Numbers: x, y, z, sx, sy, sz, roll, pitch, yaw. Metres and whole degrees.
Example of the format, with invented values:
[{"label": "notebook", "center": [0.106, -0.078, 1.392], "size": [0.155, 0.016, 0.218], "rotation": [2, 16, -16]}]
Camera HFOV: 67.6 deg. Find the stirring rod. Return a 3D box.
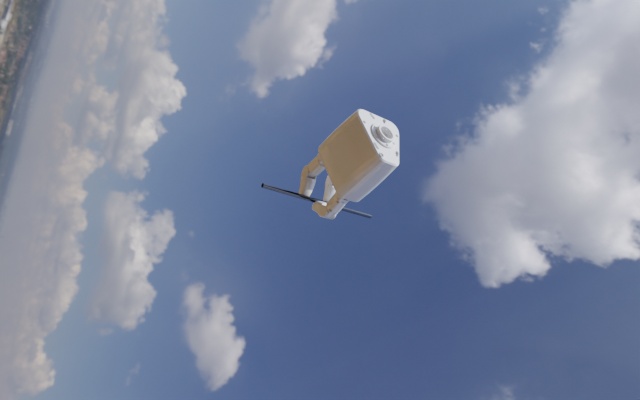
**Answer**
[{"label": "stirring rod", "center": [0.000, 0.003, 0.865], "size": [0.239, 0.011, 0.011], "rotation": [16, -9, -33]}]
